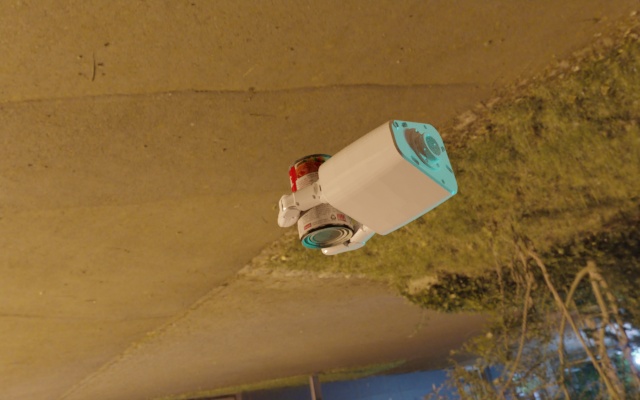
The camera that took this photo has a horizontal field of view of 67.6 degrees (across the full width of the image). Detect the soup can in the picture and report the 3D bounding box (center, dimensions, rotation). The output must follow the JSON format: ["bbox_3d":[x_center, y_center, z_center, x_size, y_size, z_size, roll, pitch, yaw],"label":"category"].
[{"bbox_3d":[0.000,0.002,0.604,0.068,0.102,0.068,-9,-27,-4],"label":"soup can"}]
